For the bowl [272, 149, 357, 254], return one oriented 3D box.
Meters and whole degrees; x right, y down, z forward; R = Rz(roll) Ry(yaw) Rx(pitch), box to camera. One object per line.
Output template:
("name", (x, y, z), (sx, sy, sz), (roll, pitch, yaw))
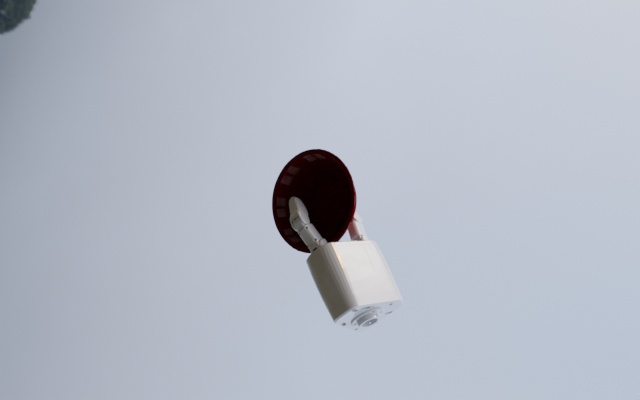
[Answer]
("bowl", (0.000, 0.001, 0.756), (0.162, 0.162, 0.055), (0, -4, 36))
